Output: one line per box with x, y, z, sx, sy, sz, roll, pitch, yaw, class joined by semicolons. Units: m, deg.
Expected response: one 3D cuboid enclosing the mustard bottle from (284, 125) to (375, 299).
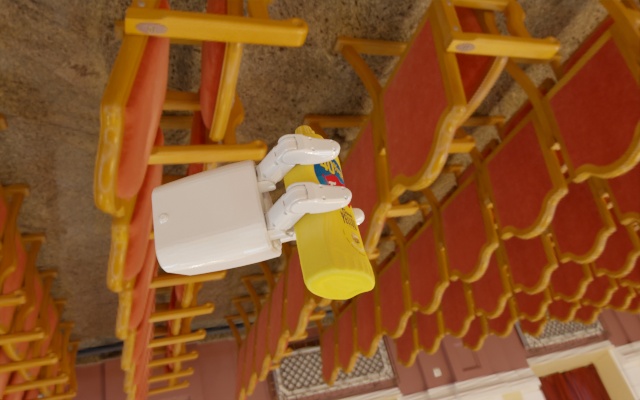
0.000;0.002;0.497;0.058;0.191;0.096;-26;-30;20;mustard bottle
